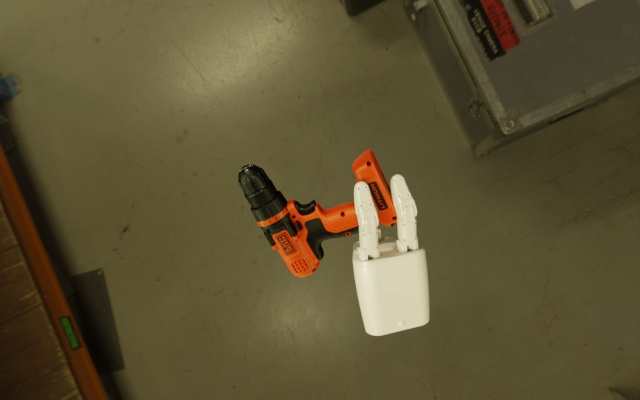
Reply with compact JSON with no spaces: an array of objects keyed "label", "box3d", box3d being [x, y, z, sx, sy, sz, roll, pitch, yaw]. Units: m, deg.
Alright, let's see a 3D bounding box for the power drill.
[{"label":"power drill","box3d":[0.001,0.002,0.659,0.187,0.184,0.057,-24,22,15]}]
